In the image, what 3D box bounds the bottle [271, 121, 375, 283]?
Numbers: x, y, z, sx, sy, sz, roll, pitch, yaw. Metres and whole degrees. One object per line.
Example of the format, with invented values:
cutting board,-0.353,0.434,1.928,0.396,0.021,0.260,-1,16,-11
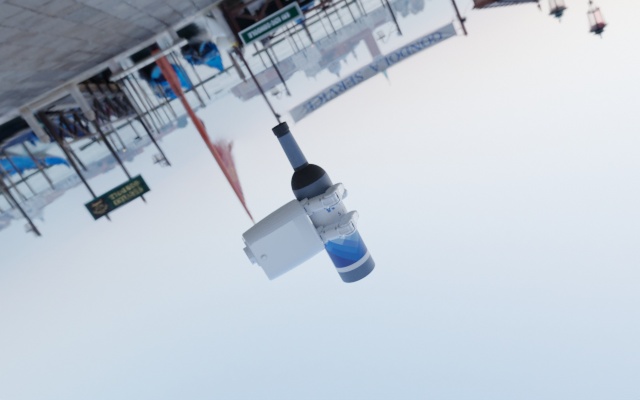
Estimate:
bottle,0.000,0.003,0.809,0.069,0.296,0.069,-26,16,8
